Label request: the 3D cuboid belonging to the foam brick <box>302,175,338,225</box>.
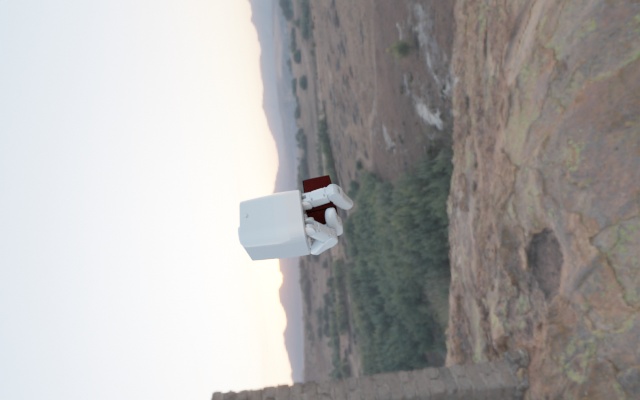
[{"bbox_3d":[0.000,0.003,0.846,0.051,0.078,0.053,-12,-41,4],"label":"foam brick"}]
